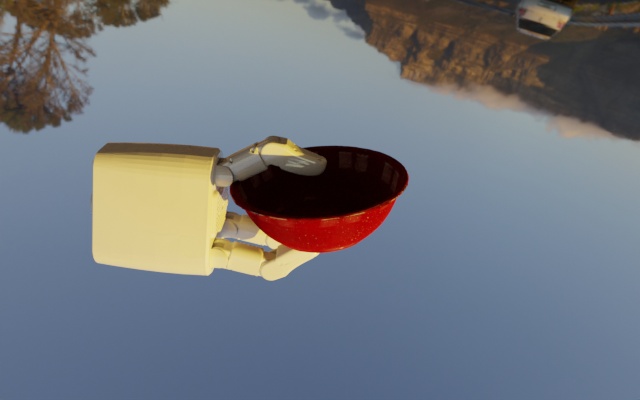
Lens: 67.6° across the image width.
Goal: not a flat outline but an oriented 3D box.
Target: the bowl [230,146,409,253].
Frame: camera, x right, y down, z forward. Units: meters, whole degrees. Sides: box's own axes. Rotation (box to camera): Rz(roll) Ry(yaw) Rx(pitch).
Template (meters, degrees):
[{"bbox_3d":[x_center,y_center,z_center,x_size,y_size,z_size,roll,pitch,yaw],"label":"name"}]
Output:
[{"bbox_3d":[0.001,0.002,0.444,0.162,0.055,0.162,-4,26,2],"label":"bowl"}]
